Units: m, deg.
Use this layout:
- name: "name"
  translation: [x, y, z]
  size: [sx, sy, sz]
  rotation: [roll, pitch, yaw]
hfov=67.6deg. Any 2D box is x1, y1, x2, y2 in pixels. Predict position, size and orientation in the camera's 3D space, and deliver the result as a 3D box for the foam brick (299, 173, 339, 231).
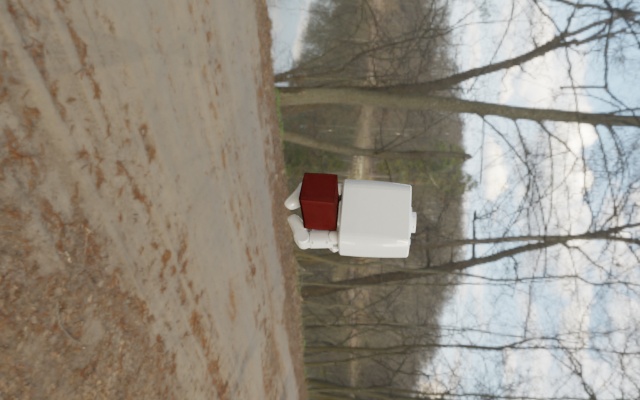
- name: "foam brick"
  translation: [0.000, 0.002, 0.717]
  size: [0.051, 0.053, 0.078]
  rotation: [4, -35, 8]
